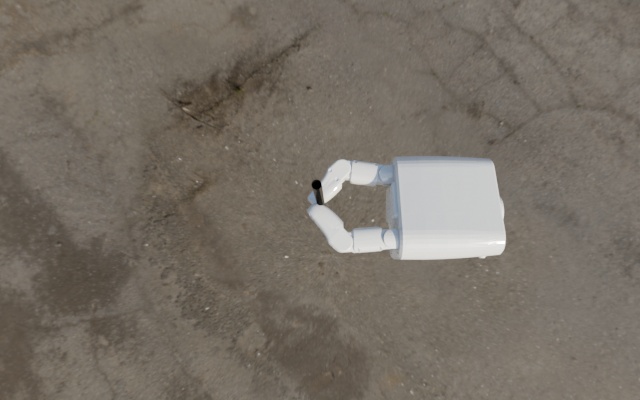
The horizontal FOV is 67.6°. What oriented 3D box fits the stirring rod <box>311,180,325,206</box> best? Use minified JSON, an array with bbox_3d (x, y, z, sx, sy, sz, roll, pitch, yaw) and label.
[{"bbox_3d":[0.000,0.002,0.490,0.011,0.011,0.239,0,-7,1],"label":"stirring rod"}]
